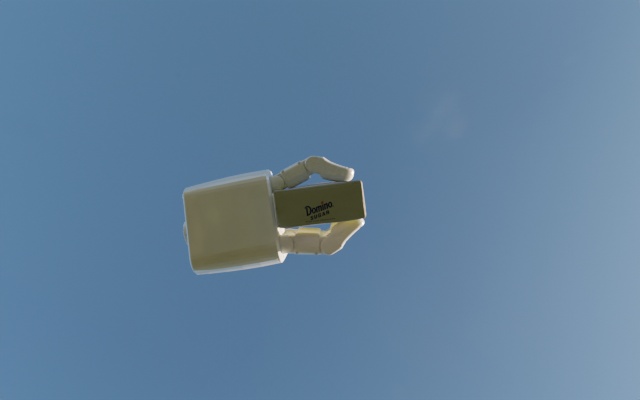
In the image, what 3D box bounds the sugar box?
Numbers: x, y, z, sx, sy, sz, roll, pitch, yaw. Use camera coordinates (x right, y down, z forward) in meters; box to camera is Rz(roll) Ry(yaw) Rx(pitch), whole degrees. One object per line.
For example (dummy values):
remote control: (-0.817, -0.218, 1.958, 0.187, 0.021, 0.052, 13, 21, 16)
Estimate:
sugar box: (0.000, 0.002, 0.566, 0.093, 0.048, 0.176, -7, 4, 2)
